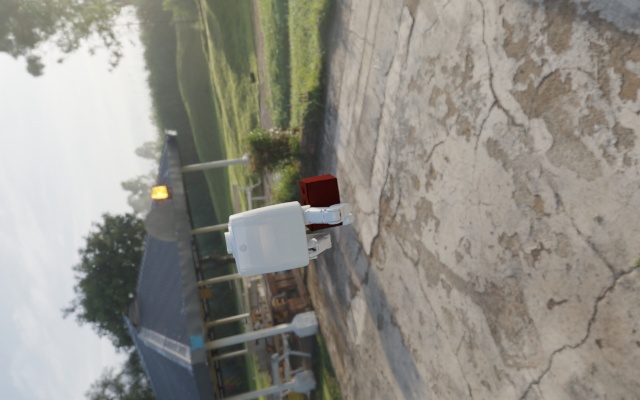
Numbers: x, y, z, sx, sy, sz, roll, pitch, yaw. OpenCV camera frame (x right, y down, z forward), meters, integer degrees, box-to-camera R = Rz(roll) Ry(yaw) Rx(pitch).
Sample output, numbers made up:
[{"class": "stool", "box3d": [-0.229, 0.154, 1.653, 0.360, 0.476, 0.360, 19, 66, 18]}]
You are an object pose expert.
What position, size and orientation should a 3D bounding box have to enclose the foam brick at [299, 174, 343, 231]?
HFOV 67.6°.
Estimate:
[{"class": "foam brick", "box3d": [0.000, 0.002, 0.749, 0.051, 0.078, 0.053, -9, 10, -12]}]
